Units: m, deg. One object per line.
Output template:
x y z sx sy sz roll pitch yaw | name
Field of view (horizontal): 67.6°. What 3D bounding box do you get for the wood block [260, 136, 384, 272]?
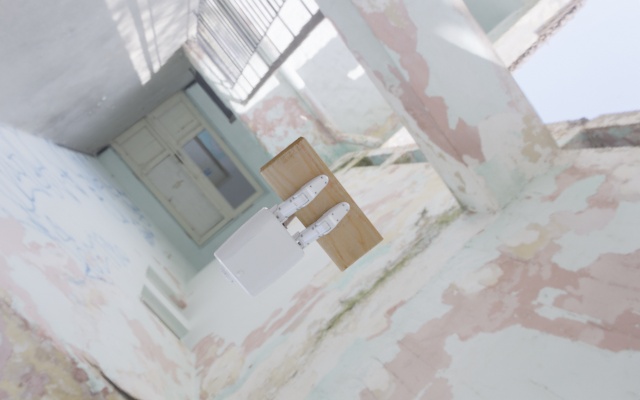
0.000 0.003 0.787 0.090 0.206 0.091 -38 12 0 | wood block
